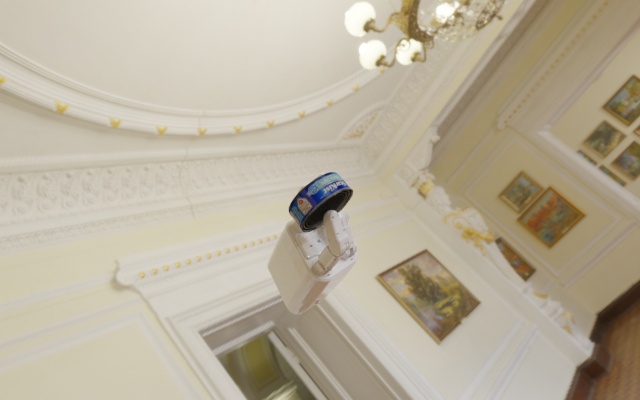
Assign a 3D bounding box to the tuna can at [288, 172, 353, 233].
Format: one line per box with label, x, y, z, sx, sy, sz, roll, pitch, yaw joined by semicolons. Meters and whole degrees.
tuna can;0.000;0.002;0.632;0.086;0.033;0.086;-35;-18;-13
